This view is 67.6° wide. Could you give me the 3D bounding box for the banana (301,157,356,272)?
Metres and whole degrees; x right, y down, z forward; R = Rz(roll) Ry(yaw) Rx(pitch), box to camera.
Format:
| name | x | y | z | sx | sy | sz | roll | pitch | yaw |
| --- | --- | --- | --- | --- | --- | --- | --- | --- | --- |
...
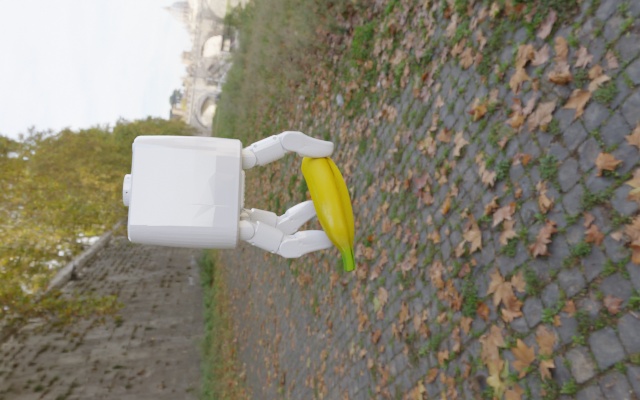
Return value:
| name | x | y | z | sx | sy | sz | roll | pitch | yaw |
| --- | --- | --- | --- | --- | --- | --- | --- | --- | --- |
| banana | 0.003 | -0.012 | 0.524 | 0.037 | 0.070 | 0.197 | -2 | 35 | -12 |
